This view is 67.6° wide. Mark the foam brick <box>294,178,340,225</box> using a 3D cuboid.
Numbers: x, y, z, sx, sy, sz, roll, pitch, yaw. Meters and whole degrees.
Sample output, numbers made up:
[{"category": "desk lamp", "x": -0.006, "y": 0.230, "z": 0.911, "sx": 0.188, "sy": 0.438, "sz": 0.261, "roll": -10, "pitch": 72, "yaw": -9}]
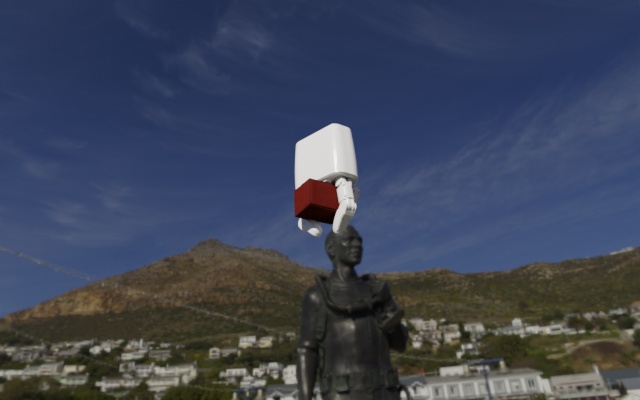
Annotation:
[{"category": "foam brick", "x": 0.000, "y": 0.003, "z": 0.812, "sx": 0.078, "sy": 0.051, "sz": 0.053, "roll": 14, "pitch": -32, "yaw": -31}]
